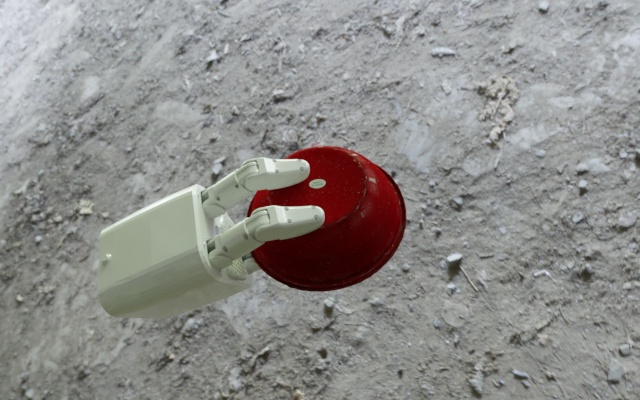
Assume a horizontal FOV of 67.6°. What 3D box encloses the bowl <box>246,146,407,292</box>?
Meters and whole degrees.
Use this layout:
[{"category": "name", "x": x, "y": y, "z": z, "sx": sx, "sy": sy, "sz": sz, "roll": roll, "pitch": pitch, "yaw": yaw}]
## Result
[{"category": "bowl", "x": 0.001, "y": 0.001, "z": 0.453, "sx": 0.162, "sy": 0.162, "sz": 0.055, "roll": 0, "pitch": -34, "yaw": 10}]
